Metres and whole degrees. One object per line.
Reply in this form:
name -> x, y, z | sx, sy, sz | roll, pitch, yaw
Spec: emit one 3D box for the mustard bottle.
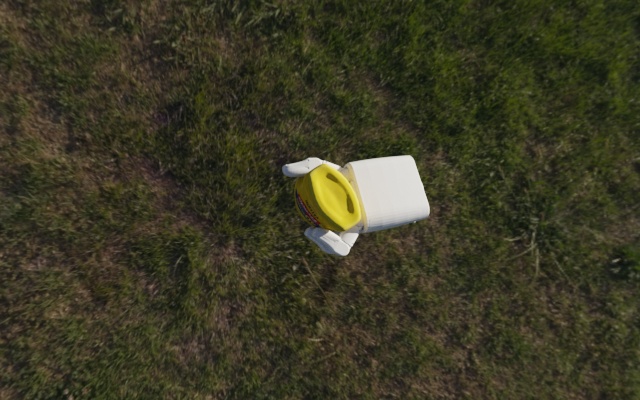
mustard bottle -> 0.000, 0.003, 0.736 | 0.058, 0.096, 0.191 | -35, 3, -12
